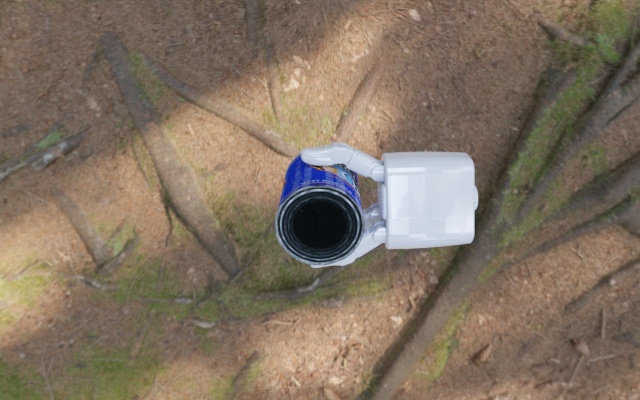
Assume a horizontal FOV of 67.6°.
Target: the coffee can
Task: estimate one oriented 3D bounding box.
[{"bbox_3d":[0.000,0.002,0.604,0.103,0.103,0.140,0,24,1],"label":"coffee can"}]
